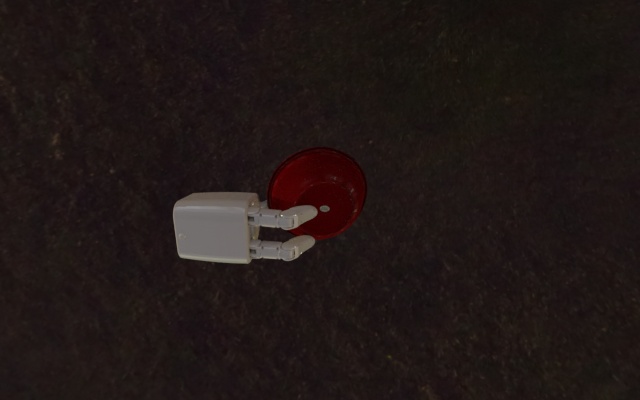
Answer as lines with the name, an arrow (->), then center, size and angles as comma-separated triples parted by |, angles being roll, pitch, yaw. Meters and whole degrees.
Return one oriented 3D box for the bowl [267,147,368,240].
bowl -> 0.001, 0.002, 0.731 | 0.162, 0.162, 0.055 | 0, 27, -11
